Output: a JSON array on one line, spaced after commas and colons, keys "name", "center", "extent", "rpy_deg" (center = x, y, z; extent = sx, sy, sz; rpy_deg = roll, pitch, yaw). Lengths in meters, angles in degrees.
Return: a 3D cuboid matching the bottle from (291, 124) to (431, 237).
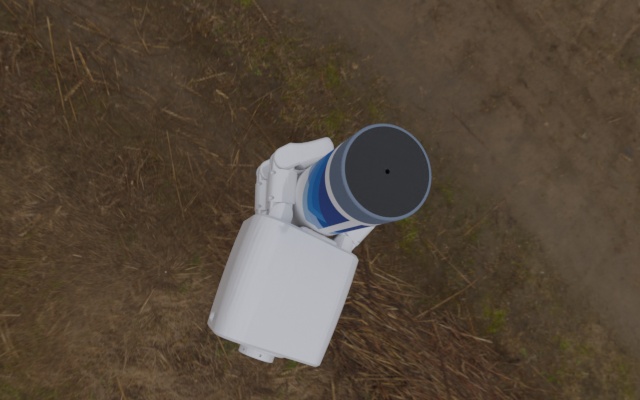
[{"name": "bottle", "center": [0.000, 0.001, 0.456], "extent": [0.069, 0.069, 0.296], "rpy_deg": [0, -8, -18]}]
